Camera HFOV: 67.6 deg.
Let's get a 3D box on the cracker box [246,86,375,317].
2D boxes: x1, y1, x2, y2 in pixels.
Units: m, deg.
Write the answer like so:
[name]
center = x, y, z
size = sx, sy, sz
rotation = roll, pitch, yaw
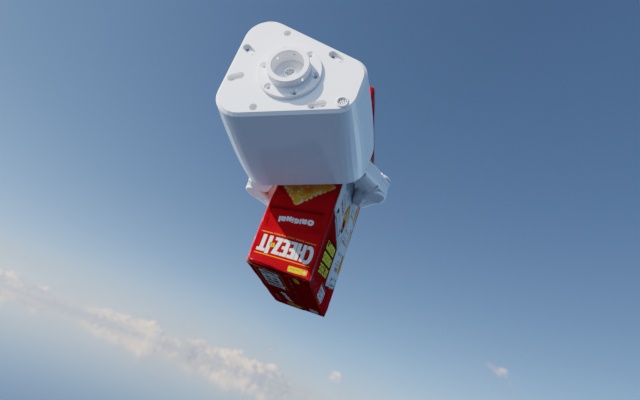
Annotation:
[cracker box]
center = 0.000, 0.002, 0.526
size = 0.072, 0.213, 0.164
rotation = 15, -22, 12
